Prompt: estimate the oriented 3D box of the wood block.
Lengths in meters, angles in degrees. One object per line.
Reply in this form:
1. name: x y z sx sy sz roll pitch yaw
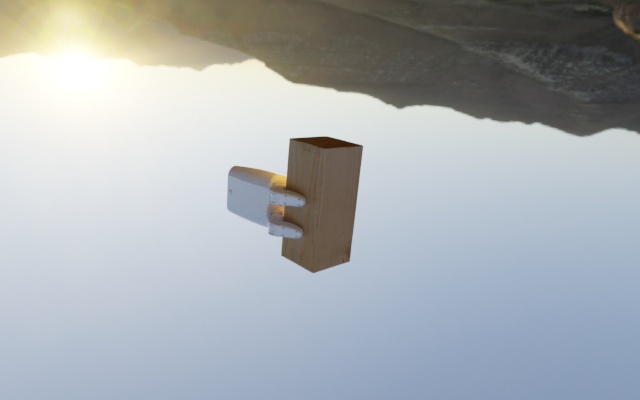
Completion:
1. wood block: 0.000 0.003 0.804 0.091 0.206 0.090 -11 24 -43
